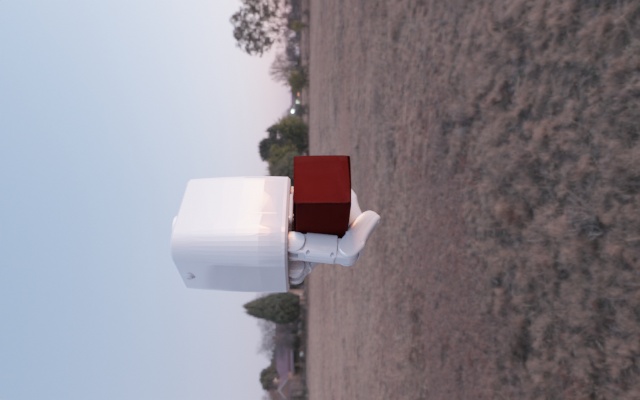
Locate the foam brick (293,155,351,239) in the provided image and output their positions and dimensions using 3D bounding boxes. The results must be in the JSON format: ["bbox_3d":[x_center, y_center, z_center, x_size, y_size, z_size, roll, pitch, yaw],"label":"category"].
[{"bbox_3d":[0.000,0.001,0.445,0.051,0.053,0.078,1,-34,-2],"label":"foam brick"}]
